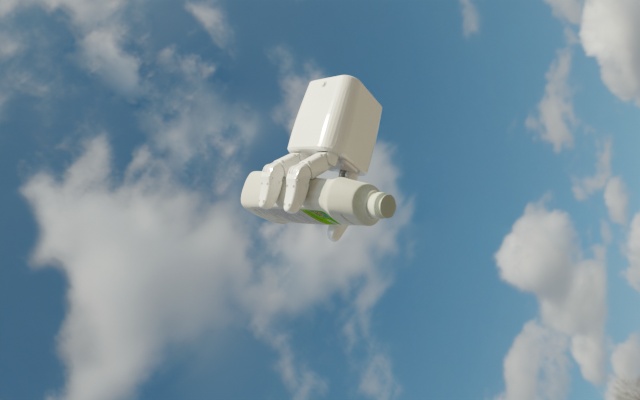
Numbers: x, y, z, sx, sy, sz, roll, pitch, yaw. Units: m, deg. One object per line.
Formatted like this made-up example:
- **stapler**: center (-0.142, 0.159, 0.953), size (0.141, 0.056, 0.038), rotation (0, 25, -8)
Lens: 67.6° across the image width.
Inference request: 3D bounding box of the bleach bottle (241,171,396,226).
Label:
- **bleach bottle**: center (0.000, 0.002, 0.644), size (0.102, 0.068, 0.251), rotation (25, -13, -40)
